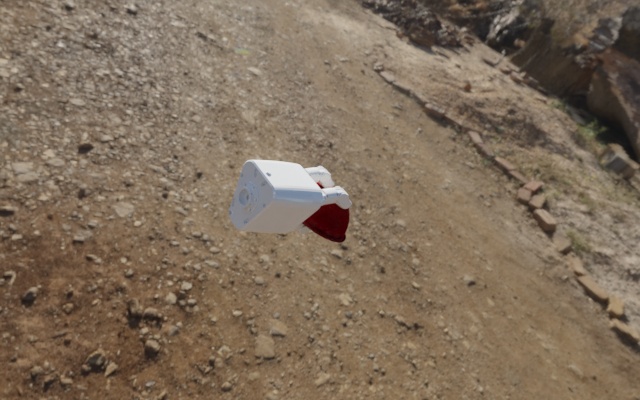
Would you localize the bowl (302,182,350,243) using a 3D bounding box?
[{"bbox_3d":[0.001,0.003,0.883,0.162,0.055,0.162,37,16,-13],"label":"bowl"}]
